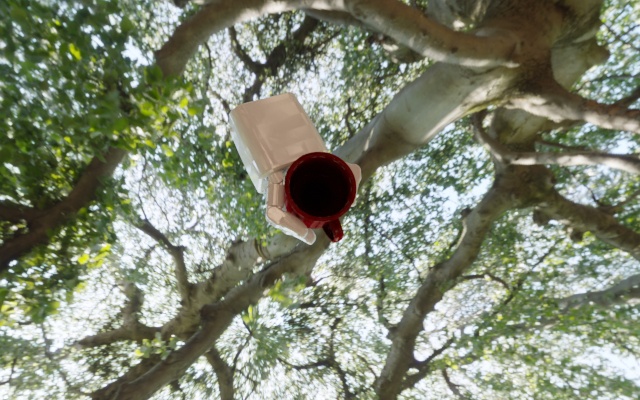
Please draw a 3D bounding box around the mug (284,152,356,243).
[{"bbox_3d":[0.001,0.003,0.641,0.093,0.117,0.081,-25,-10,-14],"label":"mug"}]
